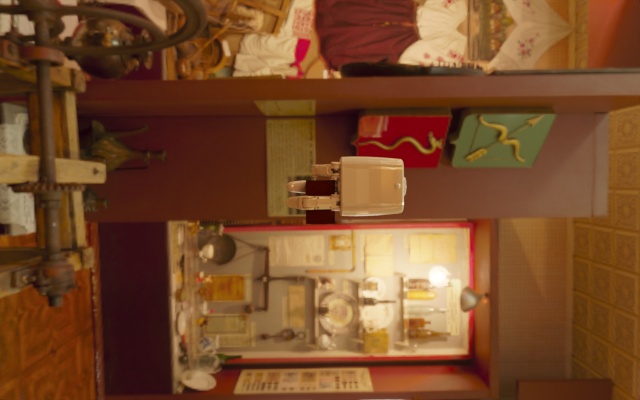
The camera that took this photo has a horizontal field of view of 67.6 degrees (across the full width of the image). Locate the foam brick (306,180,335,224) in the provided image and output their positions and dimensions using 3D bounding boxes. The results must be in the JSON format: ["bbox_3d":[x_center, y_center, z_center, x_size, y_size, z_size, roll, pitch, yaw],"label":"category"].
[{"bbox_3d":[0.000,0.003,0.839,0.051,0.078,0.053,0,2,0],"label":"foam brick"}]
